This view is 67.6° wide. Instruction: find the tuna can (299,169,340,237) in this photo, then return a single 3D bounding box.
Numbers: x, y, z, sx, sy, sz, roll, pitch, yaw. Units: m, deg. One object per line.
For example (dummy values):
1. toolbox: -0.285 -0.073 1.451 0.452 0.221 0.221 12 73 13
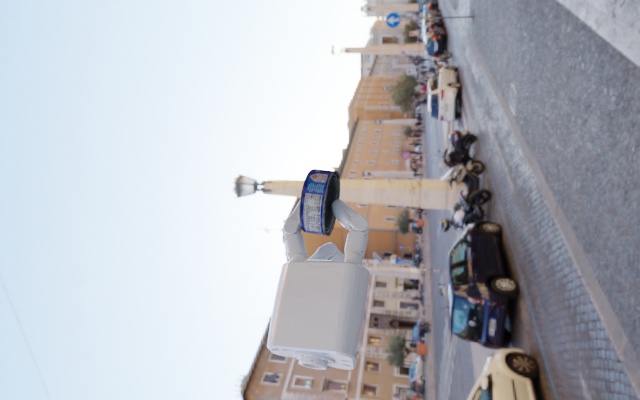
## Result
1. tuna can: 0.000 0.002 0.620 0.034 0.086 0.086 7 2 13
